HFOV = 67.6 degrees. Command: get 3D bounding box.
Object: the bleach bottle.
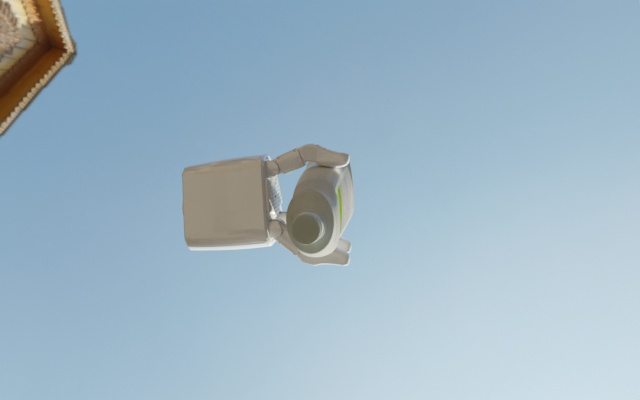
[{"bbox_3d":[0.000,0.002,0.573,0.068,0.102,0.251,-5,7,8],"label":"bleach bottle"}]
